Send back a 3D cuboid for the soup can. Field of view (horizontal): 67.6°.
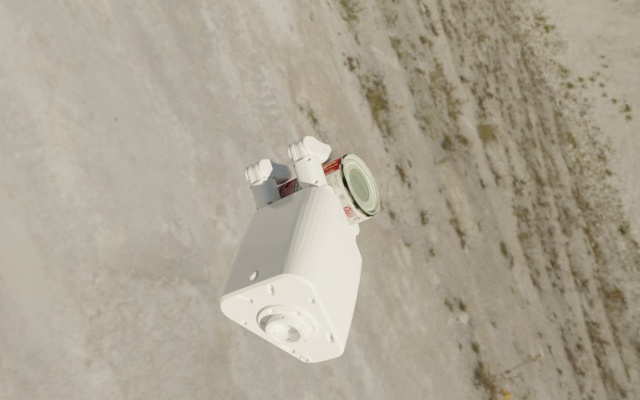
[{"bbox_3d":[0.000,0.001,0.488,0.102,0.068,0.068,-24,-12,29],"label":"soup can"}]
